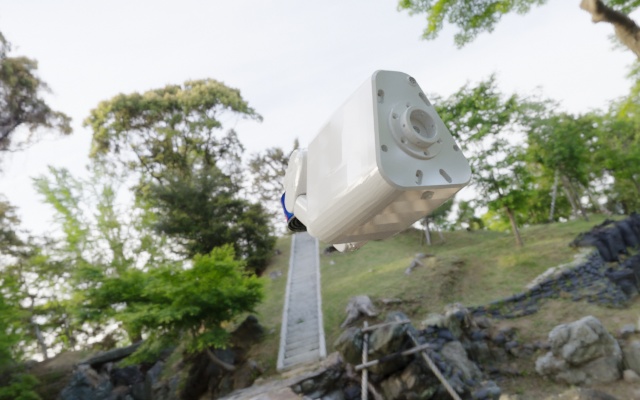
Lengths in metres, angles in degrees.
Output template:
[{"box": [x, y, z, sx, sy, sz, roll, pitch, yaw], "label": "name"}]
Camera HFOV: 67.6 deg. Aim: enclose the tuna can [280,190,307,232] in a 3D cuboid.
[{"box": [0.000, 0.001, 0.525, 0.086, 0.033, 0.086, -18, -19, -6], "label": "tuna can"}]
